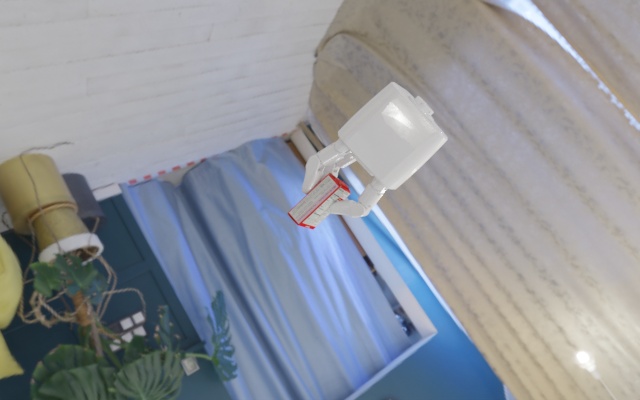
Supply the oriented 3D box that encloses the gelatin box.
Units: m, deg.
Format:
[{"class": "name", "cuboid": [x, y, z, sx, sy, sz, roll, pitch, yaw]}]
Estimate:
[{"class": "gelatin box", "cuboid": [0.000, 0.003, 0.723, 0.089, 0.030, 0.073, -44, -16, 6]}]
